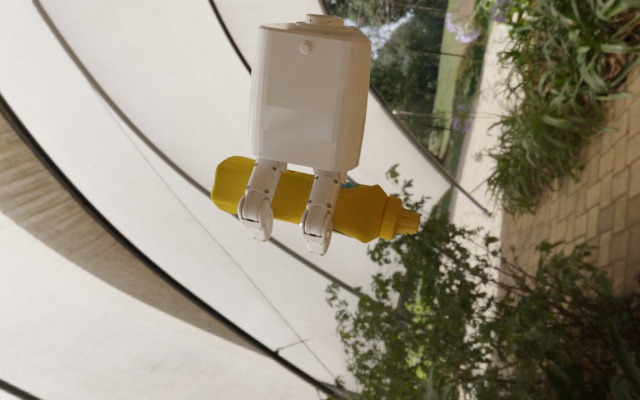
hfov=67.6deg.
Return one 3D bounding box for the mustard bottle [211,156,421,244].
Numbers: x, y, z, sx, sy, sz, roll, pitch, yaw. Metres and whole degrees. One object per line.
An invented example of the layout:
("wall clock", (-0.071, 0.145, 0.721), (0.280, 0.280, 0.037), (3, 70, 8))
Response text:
("mustard bottle", (0.000, 0.002, 0.462), (0.191, 0.058, 0.096), (12, 1, 11))
